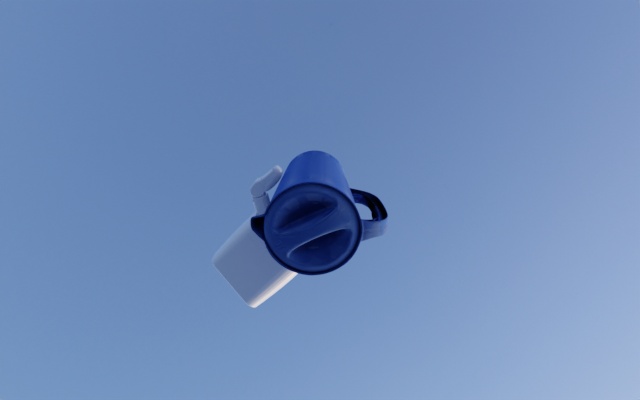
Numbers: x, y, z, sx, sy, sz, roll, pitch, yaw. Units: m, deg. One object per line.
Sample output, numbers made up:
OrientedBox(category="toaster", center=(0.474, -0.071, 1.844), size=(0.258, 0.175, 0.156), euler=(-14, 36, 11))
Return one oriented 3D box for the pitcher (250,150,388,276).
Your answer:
OrientedBox(category="pitcher", center=(0.000, 0.002, 0.734), size=(0.145, 0.149, 0.242), euler=(-43, 14, 14))
